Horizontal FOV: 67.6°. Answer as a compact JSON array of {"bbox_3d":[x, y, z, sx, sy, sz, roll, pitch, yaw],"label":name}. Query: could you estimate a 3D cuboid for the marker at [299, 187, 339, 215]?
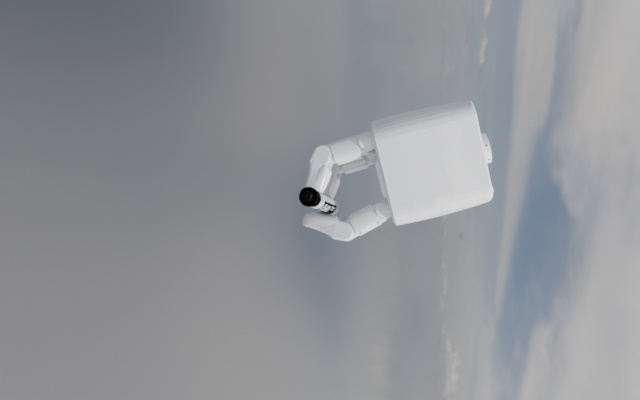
[{"bbox_3d":[0.000,0.002,0.499,0.020,0.020,0.121,0,-6,12],"label":"marker"}]
